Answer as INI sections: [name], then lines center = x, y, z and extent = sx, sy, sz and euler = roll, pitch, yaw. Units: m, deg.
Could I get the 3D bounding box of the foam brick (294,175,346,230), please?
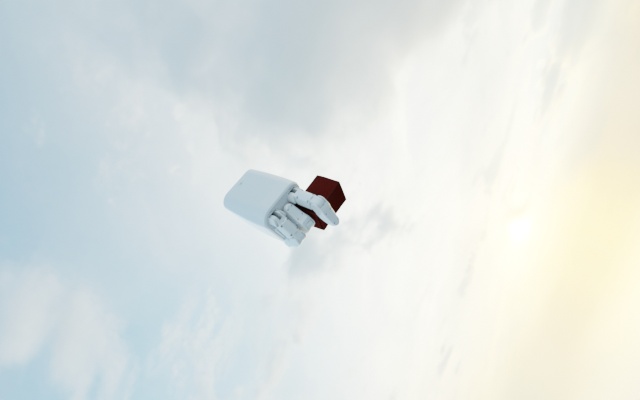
[foam brick]
center = 0.000, 0.003, 0.846
extent = 0.051, 0.078, 0.053
euler = 19, -32, 33
